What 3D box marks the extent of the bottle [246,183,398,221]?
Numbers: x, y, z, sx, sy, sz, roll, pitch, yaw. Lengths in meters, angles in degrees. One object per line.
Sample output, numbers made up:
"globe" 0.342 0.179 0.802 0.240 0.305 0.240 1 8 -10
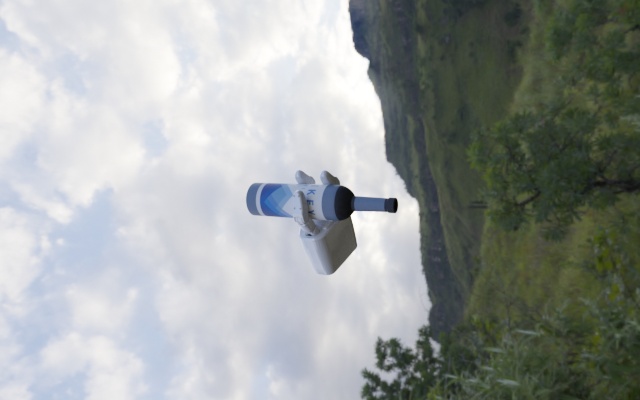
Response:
"bottle" 0.000 0.003 0.896 0.295 0.069 0.069 3 1 27
